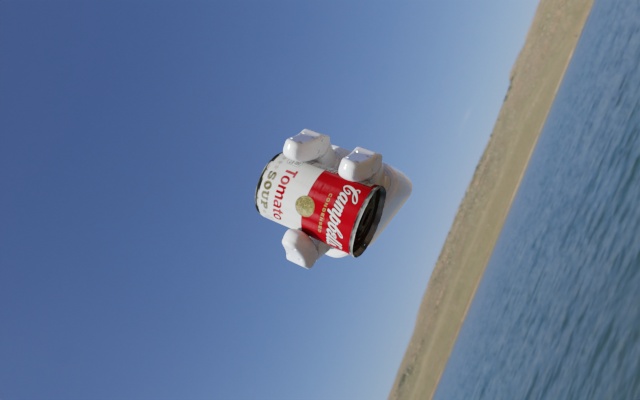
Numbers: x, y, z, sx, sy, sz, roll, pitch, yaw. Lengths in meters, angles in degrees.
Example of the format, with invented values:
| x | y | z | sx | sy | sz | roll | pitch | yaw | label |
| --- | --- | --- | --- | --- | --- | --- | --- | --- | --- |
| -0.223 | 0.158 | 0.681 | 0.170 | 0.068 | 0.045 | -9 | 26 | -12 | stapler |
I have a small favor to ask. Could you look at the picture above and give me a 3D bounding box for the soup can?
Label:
| x | y | z | sx | sy | sz | roll | pitch | yaw | label |
| --- | --- | --- | --- | --- | --- | --- | --- | --- | --- |
| 0.000 | 0.001 | 0.439 | 0.102 | 0.068 | 0.068 | 22 | 8 | 21 | soup can |
